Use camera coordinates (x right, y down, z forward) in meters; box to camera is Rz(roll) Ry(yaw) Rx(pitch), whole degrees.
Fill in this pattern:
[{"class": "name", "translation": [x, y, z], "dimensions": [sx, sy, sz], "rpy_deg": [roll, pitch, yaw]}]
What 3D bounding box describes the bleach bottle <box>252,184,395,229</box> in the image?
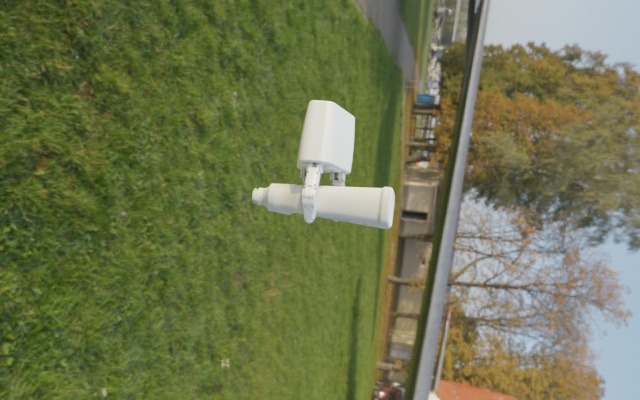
[{"class": "bleach bottle", "translation": [0.000, 0.003, 0.837], "dimensions": [0.251, 0.068, 0.102], "rpy_deg": [6, -7, 12]}]
